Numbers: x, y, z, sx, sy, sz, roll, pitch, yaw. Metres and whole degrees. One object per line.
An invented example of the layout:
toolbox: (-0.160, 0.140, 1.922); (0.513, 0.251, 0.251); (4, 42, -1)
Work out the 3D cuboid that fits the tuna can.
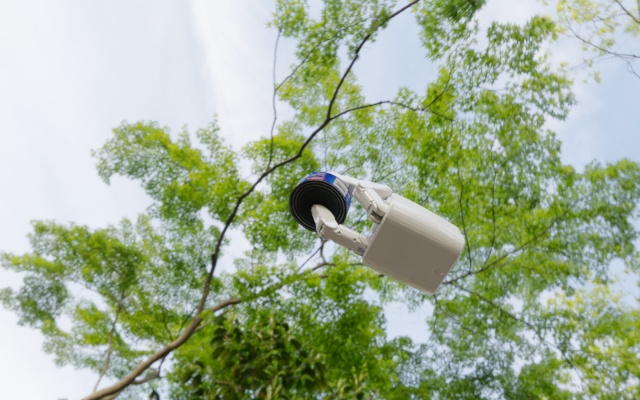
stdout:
tuna can: (0.000, 0.002, 0.687); (0.086, 0.086, 0.033); (0, 28, 17)
